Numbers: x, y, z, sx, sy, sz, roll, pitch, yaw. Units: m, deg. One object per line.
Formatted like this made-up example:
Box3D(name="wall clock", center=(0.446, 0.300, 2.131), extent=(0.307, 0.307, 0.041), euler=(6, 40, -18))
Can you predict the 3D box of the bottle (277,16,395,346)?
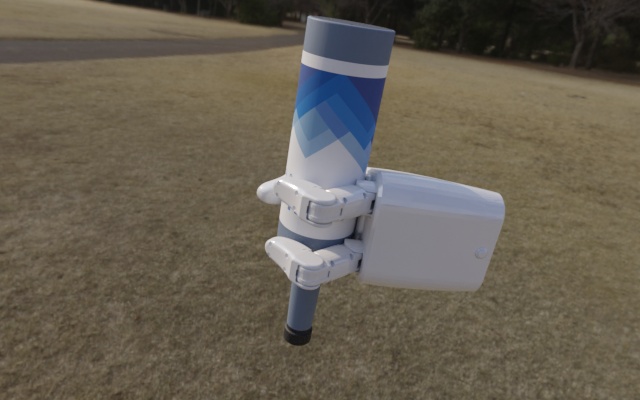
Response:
Box3D(name="bottle", center=(0.000, 0.001, 0.413), extent=(0.069, 0.296, 0.069), euler=(8, 23, -4))
